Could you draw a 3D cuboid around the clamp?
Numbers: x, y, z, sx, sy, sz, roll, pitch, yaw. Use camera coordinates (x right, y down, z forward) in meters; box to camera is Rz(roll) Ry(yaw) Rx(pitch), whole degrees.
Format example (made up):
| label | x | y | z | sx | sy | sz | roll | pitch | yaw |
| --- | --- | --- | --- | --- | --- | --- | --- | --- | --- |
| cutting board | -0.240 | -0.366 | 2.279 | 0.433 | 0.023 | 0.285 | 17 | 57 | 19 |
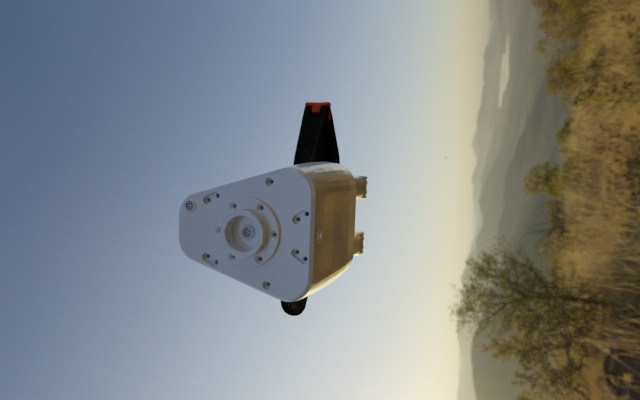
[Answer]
| label | x | y | z | sx | sy | sz | roll | pitch | yaw |
| --- | --- | --- | --- | --- | --- | --- | --- | --- | --- |
| clamp | -0.001 | 0.001 | 0.521 | 0.036 | 0.210 | 0.164 | 4 | 5 | 18 |
